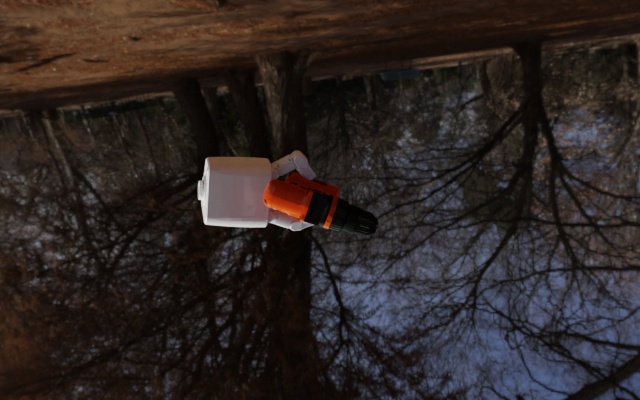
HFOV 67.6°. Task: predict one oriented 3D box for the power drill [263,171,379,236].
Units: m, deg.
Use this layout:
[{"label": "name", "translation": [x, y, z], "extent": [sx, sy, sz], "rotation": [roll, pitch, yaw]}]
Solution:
[{"label": "power drill", "translation": [0.000, 0.003, 0.807], "extent": [0.184, 0.057, 0.187], "rotation": [20, 6, -5]}]
